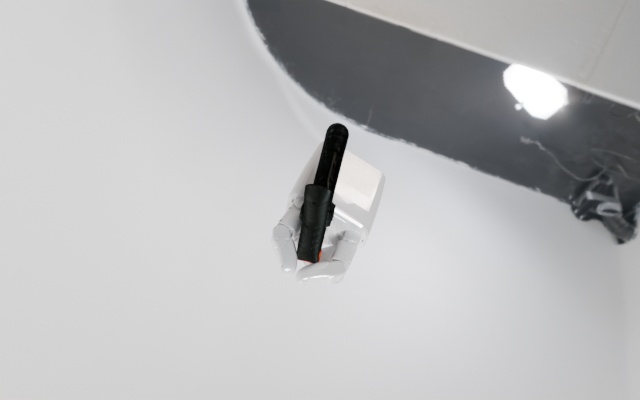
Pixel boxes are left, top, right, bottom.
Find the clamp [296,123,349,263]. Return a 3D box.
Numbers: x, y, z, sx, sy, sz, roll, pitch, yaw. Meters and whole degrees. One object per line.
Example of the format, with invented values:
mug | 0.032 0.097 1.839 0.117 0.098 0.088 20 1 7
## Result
clamp | 0.001 0.002 0.528 0.039 0.120 0.172 21 -38 5
